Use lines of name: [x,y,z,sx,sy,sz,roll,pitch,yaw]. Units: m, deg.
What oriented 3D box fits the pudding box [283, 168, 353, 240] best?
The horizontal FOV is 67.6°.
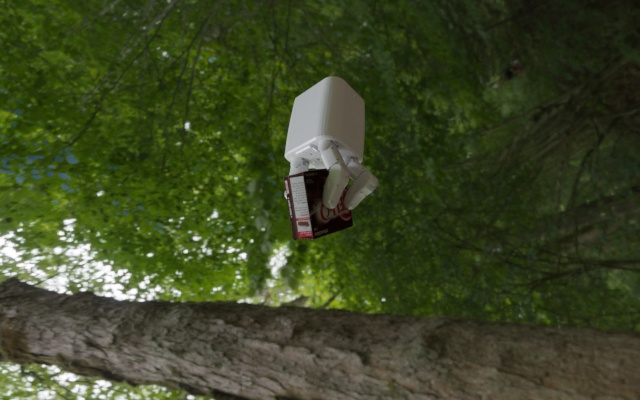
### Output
pudding box: [0.000,0.002,0.665,0.039,0.090,0.113,-8,3,35]
